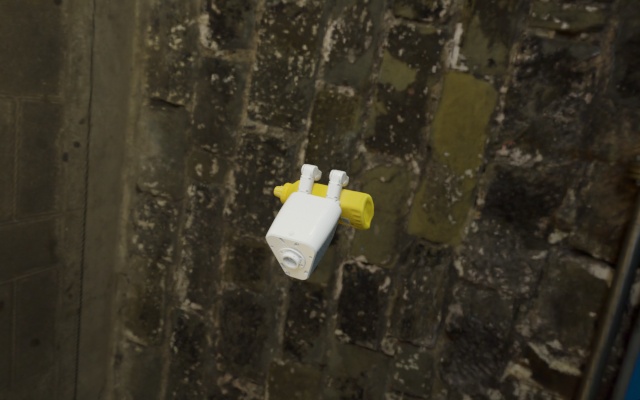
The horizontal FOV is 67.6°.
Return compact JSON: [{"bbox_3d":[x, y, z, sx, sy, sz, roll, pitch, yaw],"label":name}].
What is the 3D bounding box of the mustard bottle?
[{"bbox_3d":[0.001,0.003,0.897,0.191,0.058,0.096,13,-19,20],"label":"mustard bottle"}]
